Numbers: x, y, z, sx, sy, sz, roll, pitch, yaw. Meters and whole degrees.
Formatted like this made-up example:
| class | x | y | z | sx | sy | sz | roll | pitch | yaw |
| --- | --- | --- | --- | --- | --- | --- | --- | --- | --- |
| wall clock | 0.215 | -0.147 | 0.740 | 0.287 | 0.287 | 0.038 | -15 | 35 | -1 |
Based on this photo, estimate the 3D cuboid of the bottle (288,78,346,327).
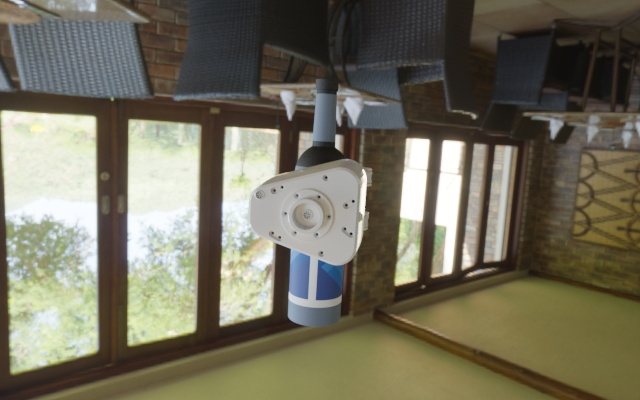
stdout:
| class | x | y | z | sx | sy | sz | roll | pitch | yaw |
| --- | --- | --- | --- | --- | --- | --- | --- | --- | --- |
| bottle | 0.000 | 0.002 | 0.587 | 0.069 | 0.296 | 0.069 | 3 | 7 | 0 |
